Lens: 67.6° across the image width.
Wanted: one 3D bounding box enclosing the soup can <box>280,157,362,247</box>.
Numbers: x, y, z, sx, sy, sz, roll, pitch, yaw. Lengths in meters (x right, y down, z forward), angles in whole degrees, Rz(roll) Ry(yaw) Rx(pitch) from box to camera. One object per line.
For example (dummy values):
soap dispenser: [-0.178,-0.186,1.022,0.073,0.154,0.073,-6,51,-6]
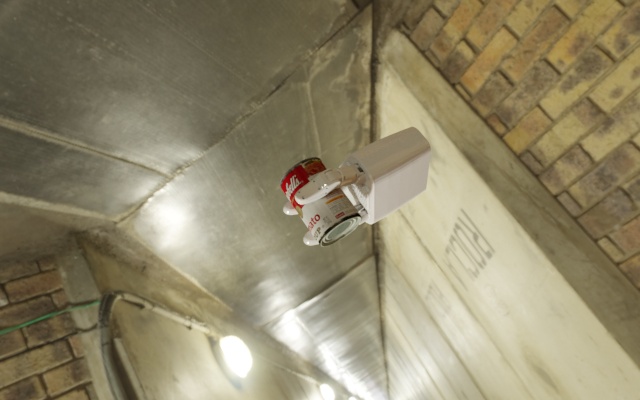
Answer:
soup can: [0.000,0.002,0.638,0.068,0.102,0.068,-30,-21,-13]
